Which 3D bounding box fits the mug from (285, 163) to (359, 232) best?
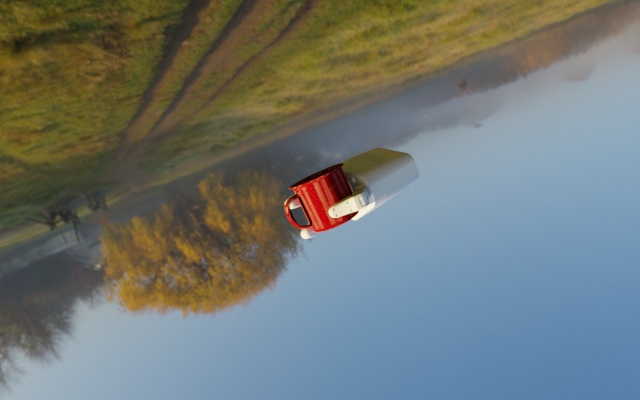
[{"bbox_3d":[-0.001,0.003,0.743,0.117,0.081,0.093,-28,9,-24],"label":"mug"}]
